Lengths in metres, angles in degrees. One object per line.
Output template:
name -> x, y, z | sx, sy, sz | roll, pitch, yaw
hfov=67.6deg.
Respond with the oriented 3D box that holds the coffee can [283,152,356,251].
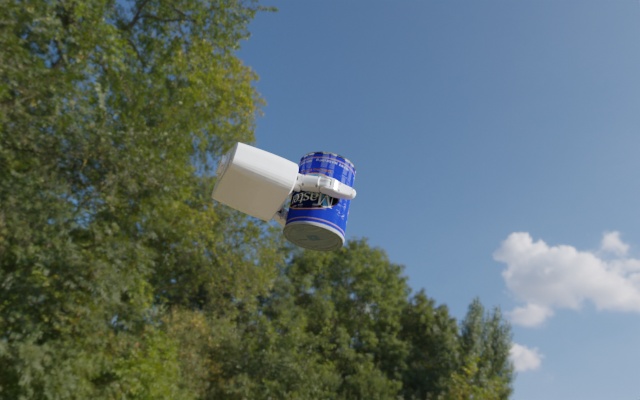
coffee can -> 0.000, 0.003, 0.819 | 0.103, 0.140, 0.103 | 9, -28, 5
